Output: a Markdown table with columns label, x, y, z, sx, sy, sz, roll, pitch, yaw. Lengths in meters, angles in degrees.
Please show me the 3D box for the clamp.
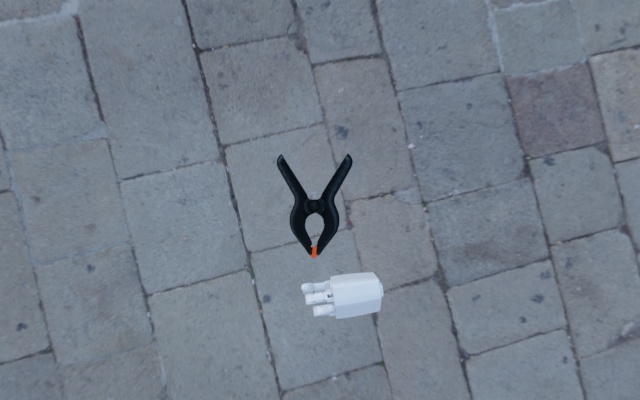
| label | x | y | z | sx | sy | sz | roll | pitch | yaw |
| --- | --- | --- | --- | --- | --- | --- | --- | --- | --- |
| clamp | 0.000 | 0.003 | 0.758 | 0.120 | 0.171 | 0.039 | -9 | -2 | 8 |
